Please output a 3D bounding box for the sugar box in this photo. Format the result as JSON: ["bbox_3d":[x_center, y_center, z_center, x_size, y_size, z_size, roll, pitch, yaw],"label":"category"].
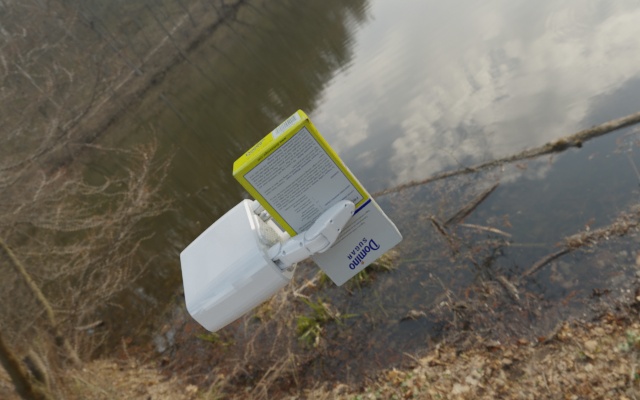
[{"bbox_3d":[0.000,0.001,0.509,0.093,0.176,0.048,-37,25,8],"label":"sugar box"}]
